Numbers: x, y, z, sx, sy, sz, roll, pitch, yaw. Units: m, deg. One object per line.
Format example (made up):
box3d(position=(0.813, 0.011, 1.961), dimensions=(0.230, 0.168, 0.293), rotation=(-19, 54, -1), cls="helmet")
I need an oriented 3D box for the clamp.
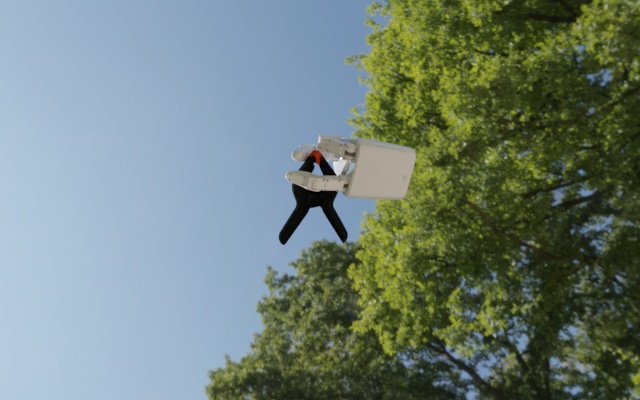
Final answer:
box3d(position=(0.000, 0.002, 0.809), dimensions=(0.120, 0.171, 0.039), rotation=(5, 23, -18), cls="clamp")
